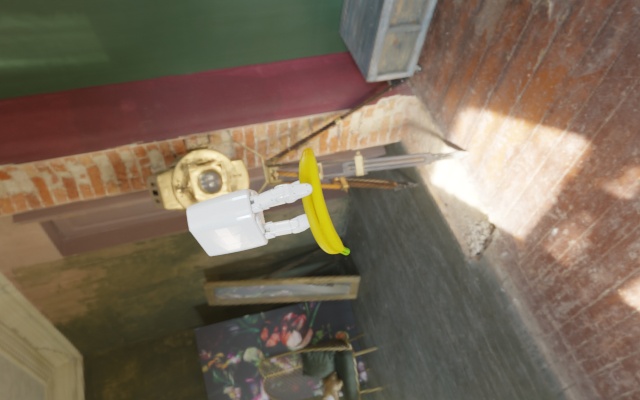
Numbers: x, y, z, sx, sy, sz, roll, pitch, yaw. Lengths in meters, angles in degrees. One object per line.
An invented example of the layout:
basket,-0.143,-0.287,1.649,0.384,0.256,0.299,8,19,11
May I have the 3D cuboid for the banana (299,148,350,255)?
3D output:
banana,-0.004,0.009,0.799,0.037,0.198,0.069,-17,5,18
